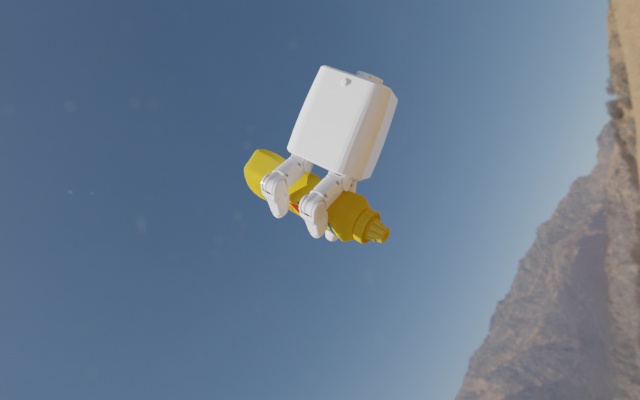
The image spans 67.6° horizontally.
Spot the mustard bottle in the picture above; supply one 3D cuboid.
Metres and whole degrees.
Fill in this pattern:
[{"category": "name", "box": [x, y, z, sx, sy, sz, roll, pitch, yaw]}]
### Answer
[{"category": "mustard bottle", "box": [0.000, 0.002, 0.587, 0.191, 0.058, 0.096, 26, -14, 28]}]
